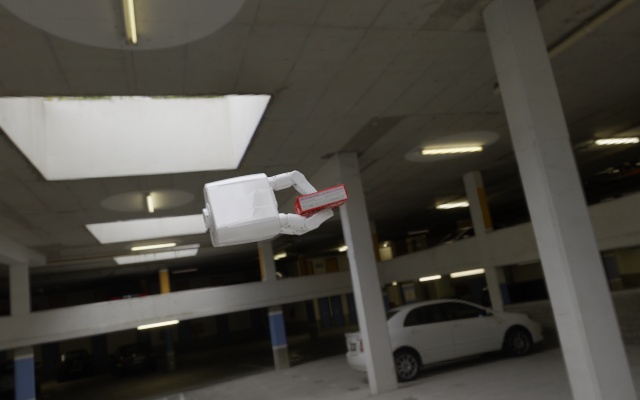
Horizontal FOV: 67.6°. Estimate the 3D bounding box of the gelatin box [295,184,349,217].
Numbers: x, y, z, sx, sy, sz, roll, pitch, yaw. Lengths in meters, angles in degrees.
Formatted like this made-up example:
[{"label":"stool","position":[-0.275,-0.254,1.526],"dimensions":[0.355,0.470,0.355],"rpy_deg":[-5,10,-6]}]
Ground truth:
[{"label":"gelatin box","position":[0.000,0.002,0.845],"dimensions":[0.089,0.030,0.073],"rpy_deg":[-17,-8,-8]}]
